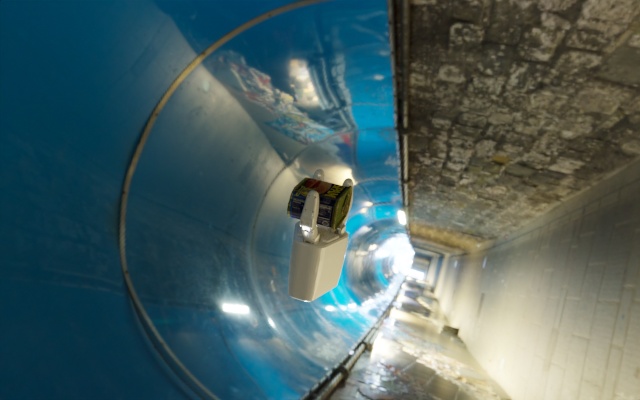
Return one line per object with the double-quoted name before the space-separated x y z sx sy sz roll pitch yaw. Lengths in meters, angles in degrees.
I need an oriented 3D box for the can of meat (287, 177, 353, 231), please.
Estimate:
"can of meat" 0.000 0.003 0.802 0.084 0.057 0.102 13 21 13
